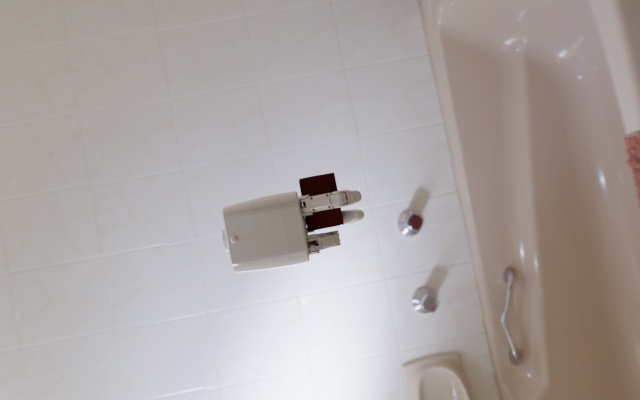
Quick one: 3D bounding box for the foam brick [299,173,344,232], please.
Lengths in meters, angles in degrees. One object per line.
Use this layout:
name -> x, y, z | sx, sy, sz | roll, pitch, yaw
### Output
foam brick -> 0.000, 0.002, 0.691 | 0.051, 0.078, 0.053 | -10, -1, -3
